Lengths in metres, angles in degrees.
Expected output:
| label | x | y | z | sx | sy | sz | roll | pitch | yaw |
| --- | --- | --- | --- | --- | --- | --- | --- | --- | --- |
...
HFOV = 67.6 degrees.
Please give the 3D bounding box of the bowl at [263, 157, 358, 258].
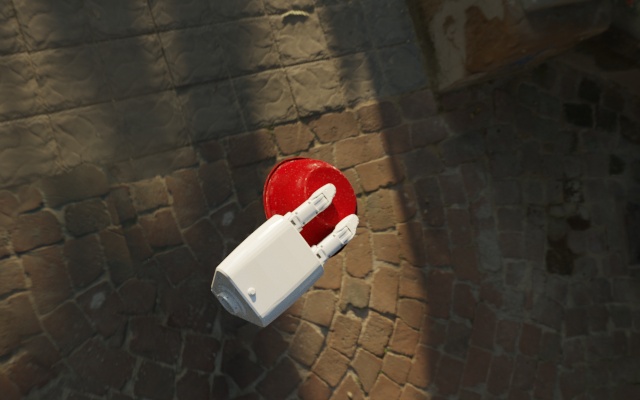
| label | x | y | z | sx | sy | sz | roll | pitch | yaw |
| --- | --- | --- | --- | --- | --- | --- | --- | --- | --- |
| bowl | 0.001 | 0.001 | 0.696 | 0.162 | 0.162 | 0.055 | 0 | -19 | -37 |
